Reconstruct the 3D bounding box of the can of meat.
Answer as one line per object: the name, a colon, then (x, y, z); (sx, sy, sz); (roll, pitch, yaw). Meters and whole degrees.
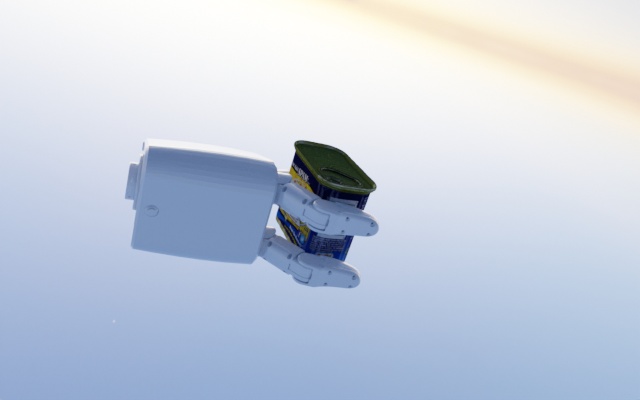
can of meat: (0.000, 0.002, 0.454); (0.057, 0.084, 0.102); (7, 25, -26)
